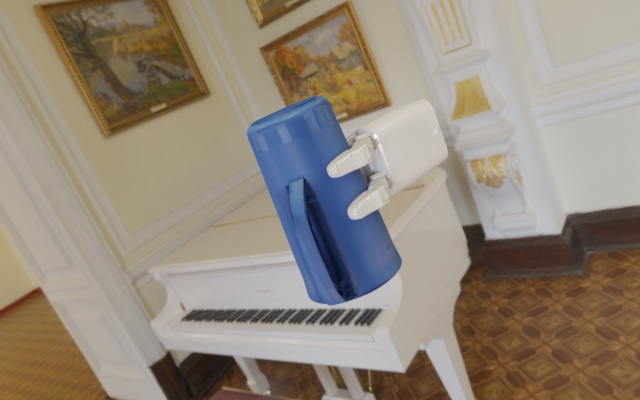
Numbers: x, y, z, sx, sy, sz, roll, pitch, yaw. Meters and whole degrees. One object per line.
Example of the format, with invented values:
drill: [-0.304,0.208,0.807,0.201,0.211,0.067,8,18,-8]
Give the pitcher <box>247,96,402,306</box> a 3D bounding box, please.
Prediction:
pitcher: [0.000,0.002,0.597,0.145,0.243,0.149,-30,16,-23]
